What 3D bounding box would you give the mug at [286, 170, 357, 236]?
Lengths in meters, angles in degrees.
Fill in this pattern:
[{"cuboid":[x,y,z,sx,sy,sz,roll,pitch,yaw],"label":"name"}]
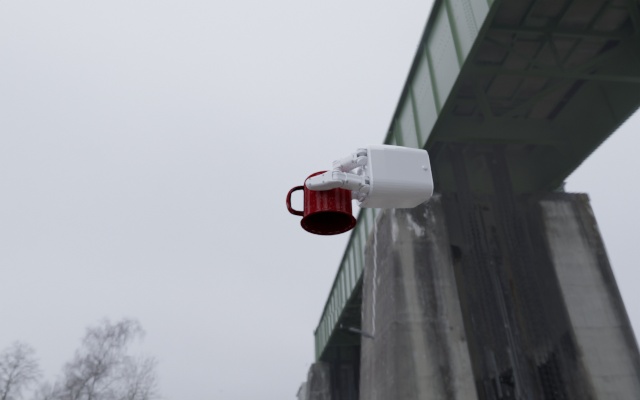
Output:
[{"cuboid":[-0.001,0.002,0.801,0.117,0.081,0.093,3,-30,-8],"label":"mug"}]
